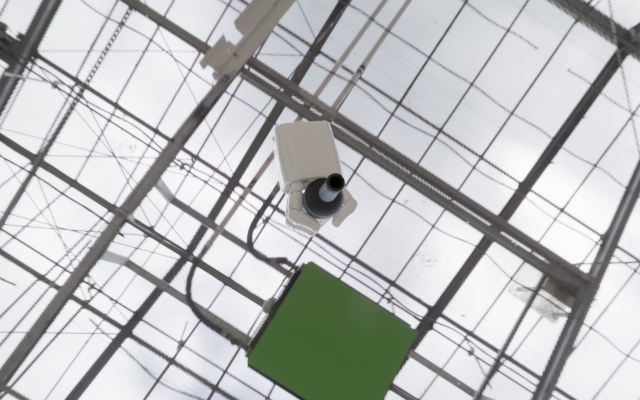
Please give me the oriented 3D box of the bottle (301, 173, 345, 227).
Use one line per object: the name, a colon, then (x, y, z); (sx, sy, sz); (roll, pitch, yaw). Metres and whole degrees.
bottle: (0.000, 0.003, 0.825); (0.069, 0.069, 0.296); (0, -11, -9)
